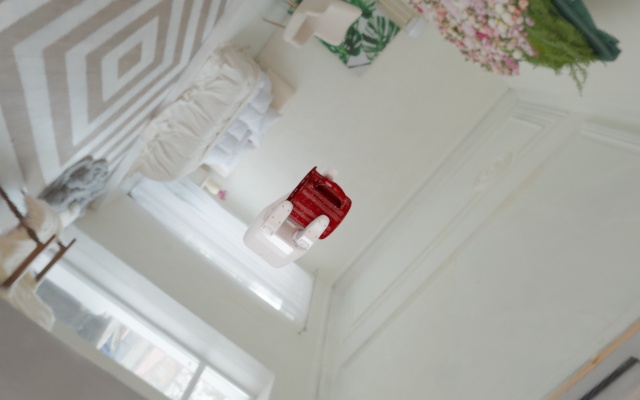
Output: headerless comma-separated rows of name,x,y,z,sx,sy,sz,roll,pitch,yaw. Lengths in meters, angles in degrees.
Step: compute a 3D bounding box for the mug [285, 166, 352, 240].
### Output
mug,0.001,0.002,0.736,0.081,0.093,0.117,39,-36,-7
